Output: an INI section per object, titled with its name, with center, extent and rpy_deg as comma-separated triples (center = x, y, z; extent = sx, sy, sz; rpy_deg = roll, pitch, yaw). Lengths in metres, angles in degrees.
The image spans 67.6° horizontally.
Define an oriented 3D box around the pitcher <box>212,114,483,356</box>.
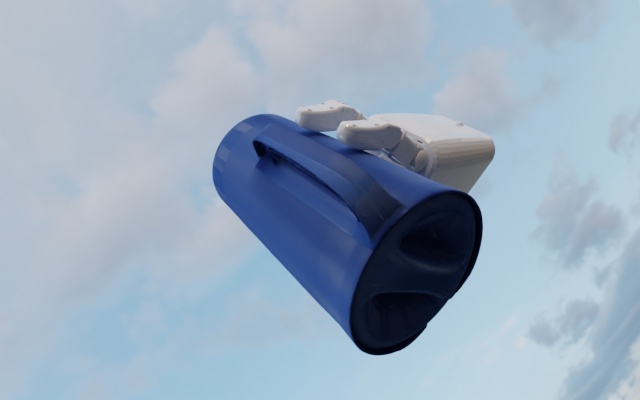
[pitcher]
center = 0.000, 0.001, 0.409
extent = 0.145, 0.149, 0.242
rpy_deg = -9, 30, -38
